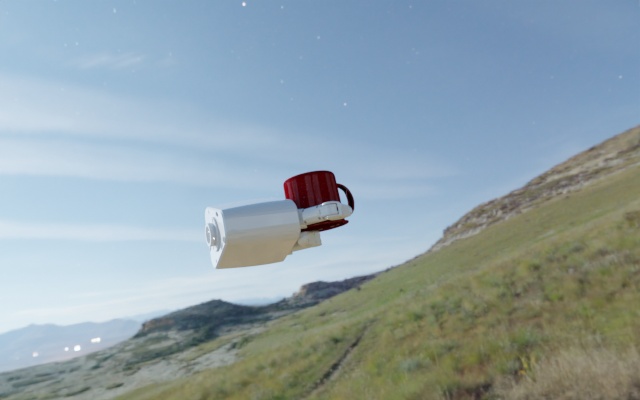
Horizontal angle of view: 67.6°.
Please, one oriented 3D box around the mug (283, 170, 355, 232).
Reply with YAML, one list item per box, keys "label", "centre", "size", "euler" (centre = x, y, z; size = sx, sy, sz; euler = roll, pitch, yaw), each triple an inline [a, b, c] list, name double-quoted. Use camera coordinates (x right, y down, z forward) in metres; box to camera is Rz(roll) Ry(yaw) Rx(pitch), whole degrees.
- label: "mug"
  centre: [0.001, 0.002, 0.730]
  size: [0.117, 0.081, 0.093]
  euler: [-7, -11, -27]
